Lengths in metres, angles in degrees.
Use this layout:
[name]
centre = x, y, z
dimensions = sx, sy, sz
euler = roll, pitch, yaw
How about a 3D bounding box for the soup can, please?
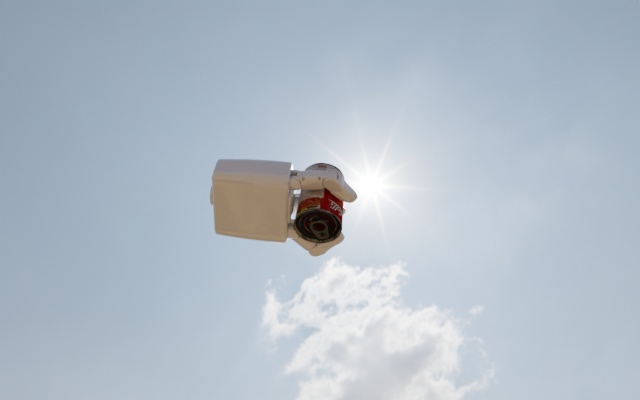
[soup can]
centre = 0.001, 0.002, 0.694
dimensions = 0.068, 0.069, 0.102
euler = 0, 44, 6
